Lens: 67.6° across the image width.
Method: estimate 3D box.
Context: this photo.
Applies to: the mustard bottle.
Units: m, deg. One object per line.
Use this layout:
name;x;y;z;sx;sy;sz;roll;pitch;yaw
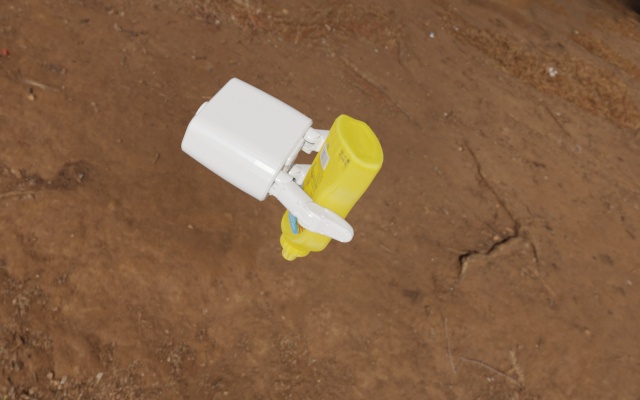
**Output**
mustard bottle;0.001;0.002;0.556;0.058;0.192;0.096;17;36;-22
